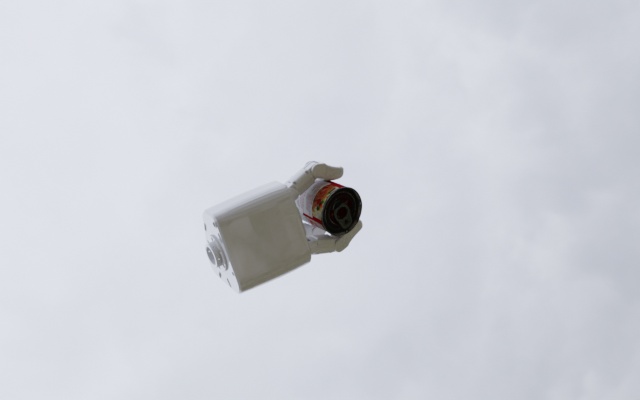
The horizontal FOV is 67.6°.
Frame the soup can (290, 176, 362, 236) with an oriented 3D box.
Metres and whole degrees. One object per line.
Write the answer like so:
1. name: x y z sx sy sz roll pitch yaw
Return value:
1. soup can: 0.000 0.002 0.670 0.068 0.068 0.102 0 15 -37
